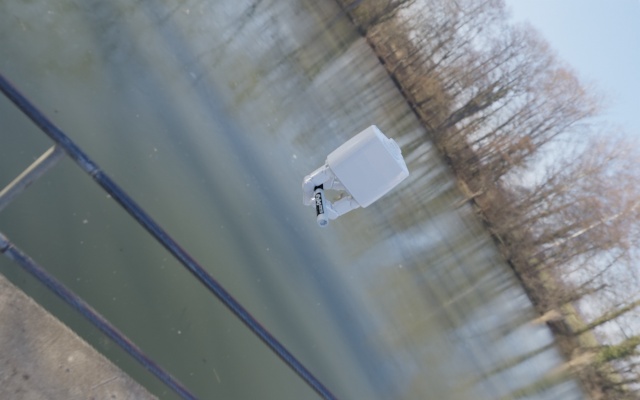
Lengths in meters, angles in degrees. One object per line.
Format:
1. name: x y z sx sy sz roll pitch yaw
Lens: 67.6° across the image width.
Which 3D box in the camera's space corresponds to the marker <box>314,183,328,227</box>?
1. marker: 0.000 0.003 0.863 0.020 0.020 0.121 0 36 -5
